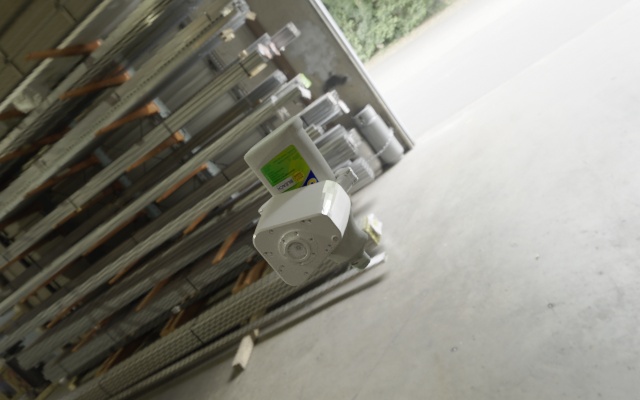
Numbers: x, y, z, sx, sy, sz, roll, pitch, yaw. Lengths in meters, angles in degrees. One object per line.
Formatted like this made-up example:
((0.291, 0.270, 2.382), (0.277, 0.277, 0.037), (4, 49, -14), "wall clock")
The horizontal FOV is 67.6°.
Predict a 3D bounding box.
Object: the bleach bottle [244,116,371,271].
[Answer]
((0.000, 0.002, 0.723), (0.102, 0.251, 0.068), (-33, 15, 19), "bleach bottle")
